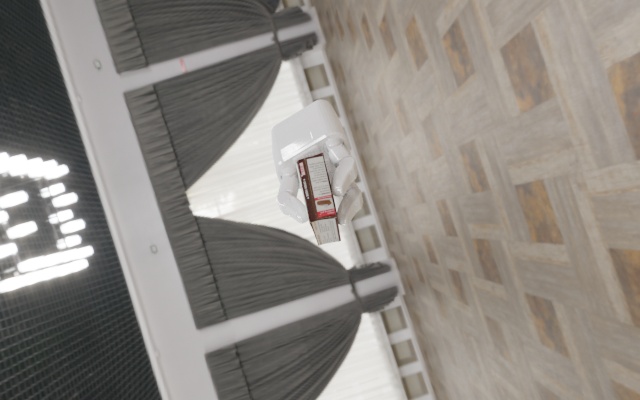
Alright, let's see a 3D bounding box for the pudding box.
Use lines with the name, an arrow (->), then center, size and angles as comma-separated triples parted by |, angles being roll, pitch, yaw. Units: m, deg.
pudding box -> 0.000, 0.002, 0.636 | 0.039, 0.090, 0.113 | -14, -20, 2
